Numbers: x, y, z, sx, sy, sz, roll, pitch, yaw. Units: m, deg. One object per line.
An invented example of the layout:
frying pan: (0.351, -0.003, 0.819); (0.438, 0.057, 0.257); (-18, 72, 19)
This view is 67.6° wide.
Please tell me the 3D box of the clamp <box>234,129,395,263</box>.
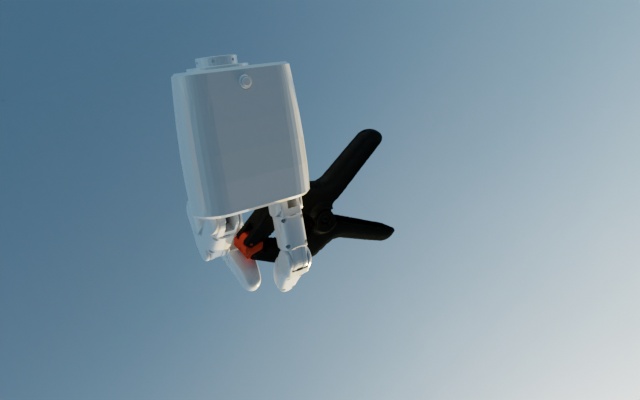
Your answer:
clamp: (0.000, 0.001, 0.451); (0.171, 0.120, 0.039); (-16, 19, -30)
